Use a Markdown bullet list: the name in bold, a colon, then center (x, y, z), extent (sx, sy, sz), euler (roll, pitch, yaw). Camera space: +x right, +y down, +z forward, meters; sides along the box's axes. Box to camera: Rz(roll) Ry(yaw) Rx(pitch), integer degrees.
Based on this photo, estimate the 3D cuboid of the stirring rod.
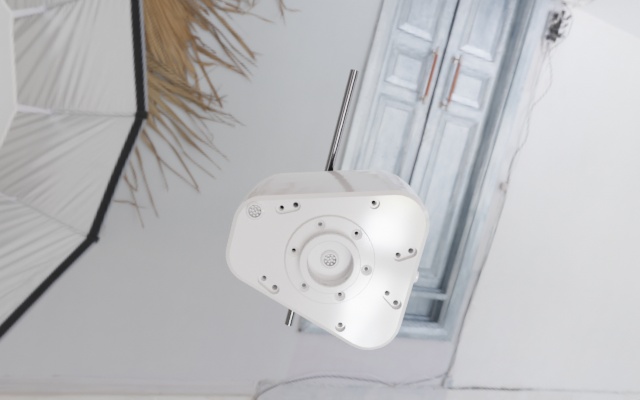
- **stirring rod**: center (0.000, 0.001, 0.435), extent (0.011, 0.239, 0.011), euler (14, 8, -2)
